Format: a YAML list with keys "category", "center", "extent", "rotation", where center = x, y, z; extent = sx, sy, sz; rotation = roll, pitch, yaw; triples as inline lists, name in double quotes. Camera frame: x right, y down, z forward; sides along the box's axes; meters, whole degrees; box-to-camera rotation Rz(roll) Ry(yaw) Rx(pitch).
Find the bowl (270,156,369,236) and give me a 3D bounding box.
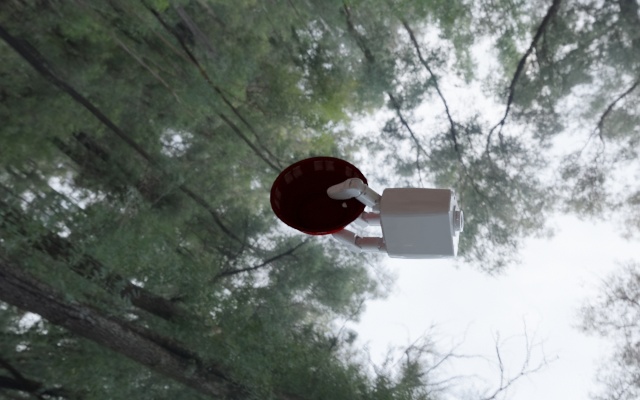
- category: "bowl"
  center: [-0.001, 0.002, 0.787]
  extent: [0.162, 0.162, 0.055]
  rotation: [0, -39, 5]
